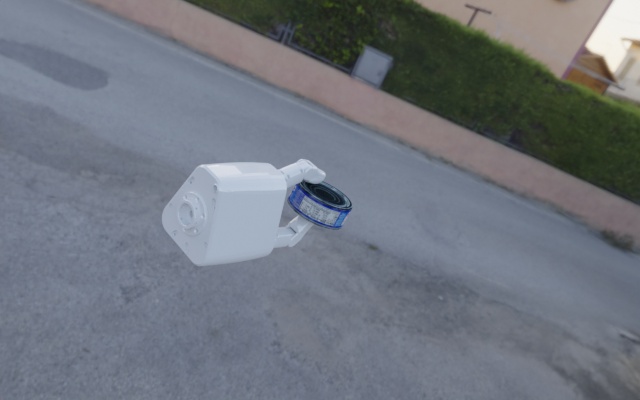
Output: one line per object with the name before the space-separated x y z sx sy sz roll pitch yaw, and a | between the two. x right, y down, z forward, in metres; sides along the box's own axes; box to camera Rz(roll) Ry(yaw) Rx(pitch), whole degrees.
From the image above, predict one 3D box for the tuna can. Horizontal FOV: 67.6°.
tuna can | 0.000 0.002 0.653 0.086 0.034 0.086 25 19 -9
